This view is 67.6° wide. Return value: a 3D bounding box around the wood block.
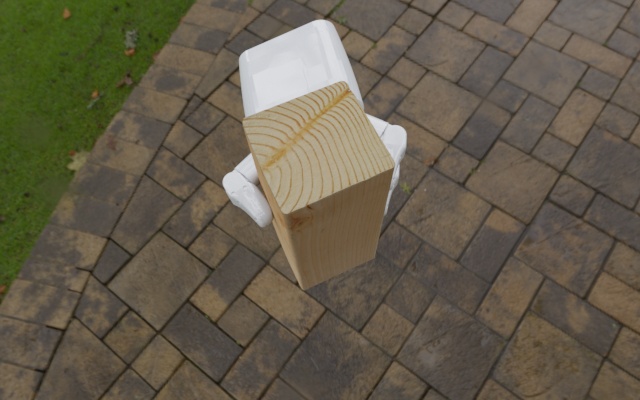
[{"bbox_3d":[0.000,0.001,0.443,0.091,0.090,0.206,-23,-24,-8],"label":"wood block"}]
